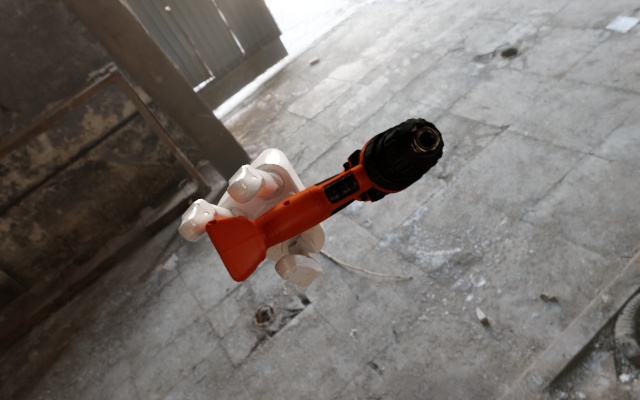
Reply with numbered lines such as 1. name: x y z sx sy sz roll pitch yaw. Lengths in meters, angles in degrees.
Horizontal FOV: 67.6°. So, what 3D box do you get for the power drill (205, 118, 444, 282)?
1. power drill: 0.000 0.002 0.404 0.187 0.057 0.184 -27 -4 -12
